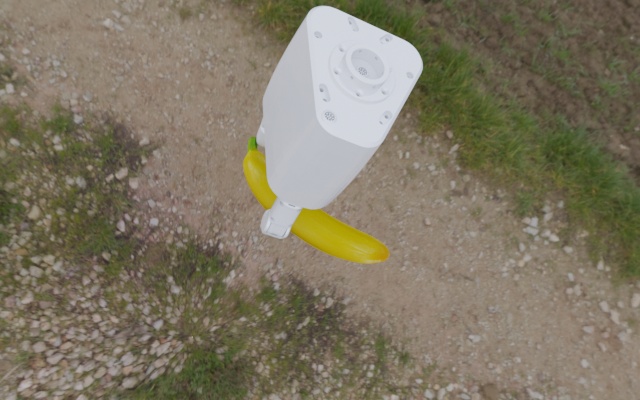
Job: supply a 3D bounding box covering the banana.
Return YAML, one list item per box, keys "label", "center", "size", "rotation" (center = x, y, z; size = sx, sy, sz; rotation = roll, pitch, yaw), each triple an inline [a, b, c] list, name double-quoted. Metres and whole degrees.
- label: "banana"
  center: [-0.012, 0.010, 0.493]
  size: [0.069, 0.198, 0.037]
  rotation: [-50, 3, -41]
